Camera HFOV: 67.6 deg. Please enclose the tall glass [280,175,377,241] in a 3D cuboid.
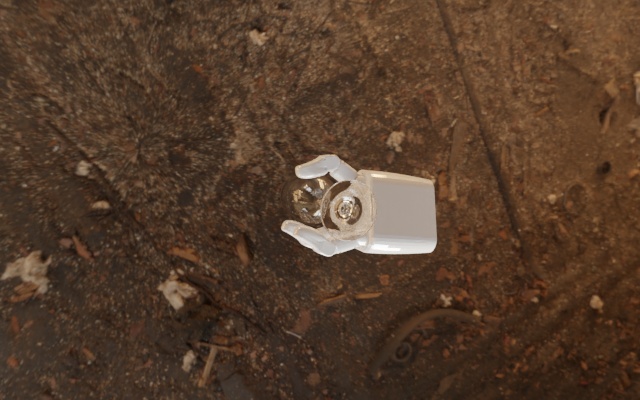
[{"bbox_3d":[0.000,0.002,0.660,0.079,0.079,0.201,0,6,-21],"label":"tall glass"}]
